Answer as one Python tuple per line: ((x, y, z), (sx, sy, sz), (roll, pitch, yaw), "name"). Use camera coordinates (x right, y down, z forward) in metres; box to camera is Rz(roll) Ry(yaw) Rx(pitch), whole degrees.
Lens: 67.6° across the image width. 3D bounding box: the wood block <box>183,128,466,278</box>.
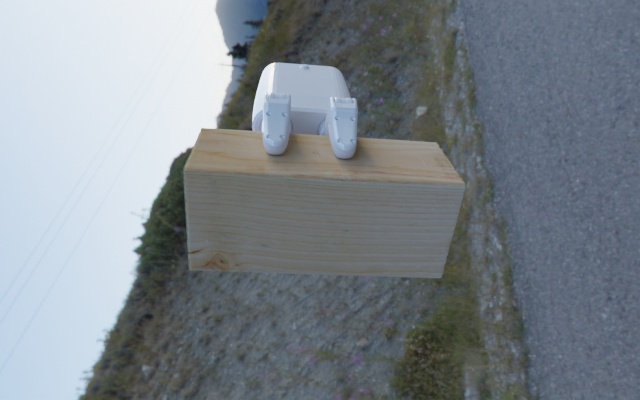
((0.000, 0.001, 0.402), (0.206, 0.091, 0.090), (3, 30, -5), "wood block")
